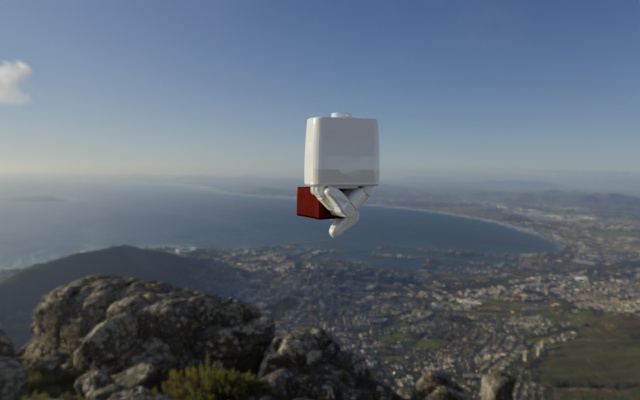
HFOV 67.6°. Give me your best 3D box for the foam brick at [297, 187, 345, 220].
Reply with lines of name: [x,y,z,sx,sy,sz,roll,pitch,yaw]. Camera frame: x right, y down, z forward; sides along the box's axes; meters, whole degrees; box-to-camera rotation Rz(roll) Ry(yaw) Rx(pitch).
foam brick: [0.000,0.003,0.812,0.053,0.051,0.078,-3,5,-31]
